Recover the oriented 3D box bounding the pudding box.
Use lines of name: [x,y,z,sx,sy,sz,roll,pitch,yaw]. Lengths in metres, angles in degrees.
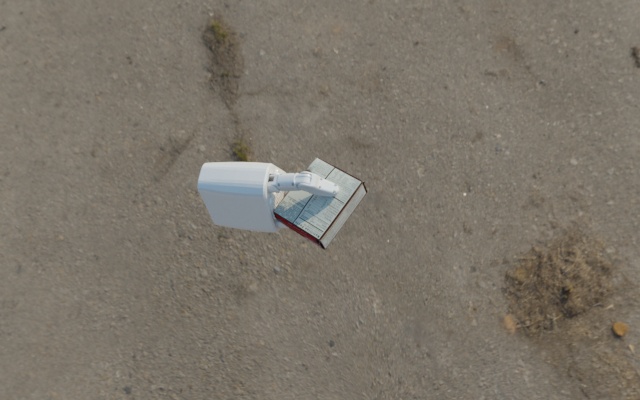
pudding box: [0.000,0.002,0.697,0.090,0.113,0.039,31,-14,25]
